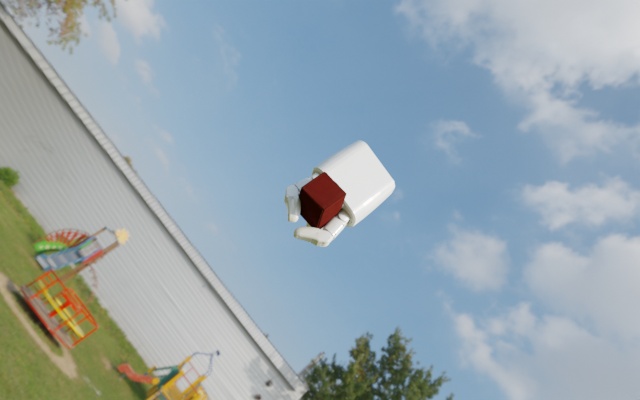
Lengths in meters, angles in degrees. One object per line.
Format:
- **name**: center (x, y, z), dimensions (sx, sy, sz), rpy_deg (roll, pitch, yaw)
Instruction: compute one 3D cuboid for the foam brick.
- **foam brick**: center (0.000, 0.002, 0.760), dimensions (0.051, 0.053, 0.078), rpy_deg (-35, -18, -24)
